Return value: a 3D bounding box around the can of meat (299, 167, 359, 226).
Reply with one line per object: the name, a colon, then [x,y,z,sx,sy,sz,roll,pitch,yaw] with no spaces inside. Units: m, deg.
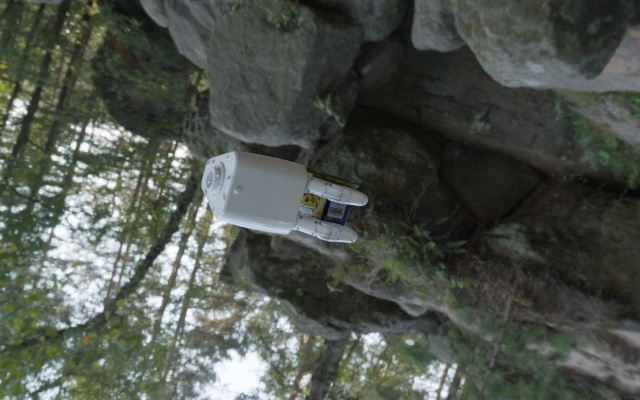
can of meat: [0.000,0.003,0.708,0.057,0.084,0.102,12,7,-37]
